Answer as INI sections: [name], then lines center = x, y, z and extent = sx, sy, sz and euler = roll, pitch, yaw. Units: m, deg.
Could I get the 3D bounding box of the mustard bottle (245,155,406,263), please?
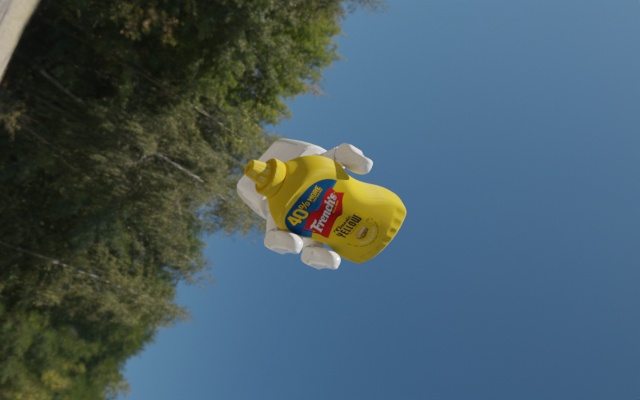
[mustard bottle]
center = 0.000, 0.002, 0.538
extent = 0.192, 0.096, 0.058
euler = 26, 26, -30
